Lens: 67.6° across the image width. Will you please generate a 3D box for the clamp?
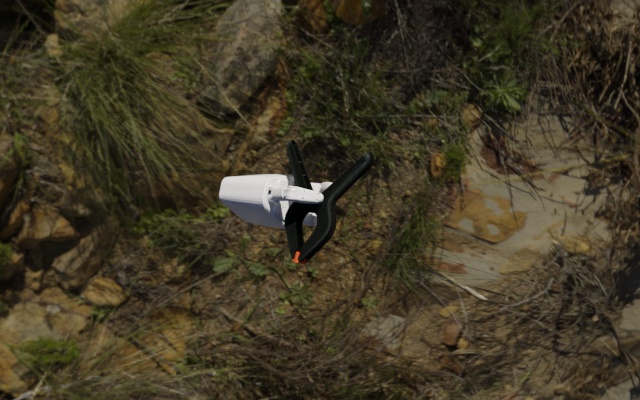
[{"bbox_3d":[-0.001,0.003,0.786,0.164,0.210,0.036,5,-9,30],"label":"clamp"}]
